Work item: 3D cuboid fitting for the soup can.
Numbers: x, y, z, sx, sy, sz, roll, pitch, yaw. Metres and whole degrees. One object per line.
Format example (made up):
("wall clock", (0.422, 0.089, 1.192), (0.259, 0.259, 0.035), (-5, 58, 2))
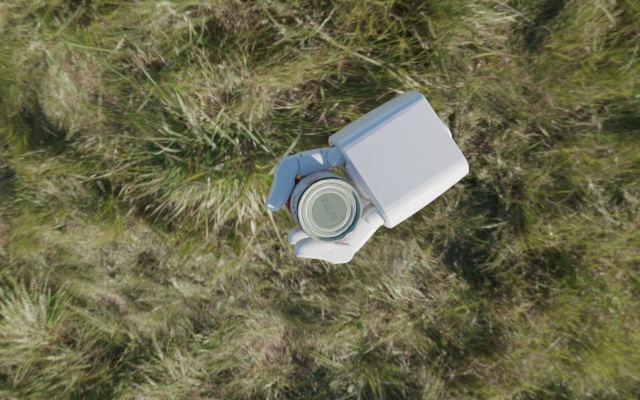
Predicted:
("soup can", (0.000, 0.002, 0.512), (0.068, 0.068, 0.102), (0, 10, -11))
